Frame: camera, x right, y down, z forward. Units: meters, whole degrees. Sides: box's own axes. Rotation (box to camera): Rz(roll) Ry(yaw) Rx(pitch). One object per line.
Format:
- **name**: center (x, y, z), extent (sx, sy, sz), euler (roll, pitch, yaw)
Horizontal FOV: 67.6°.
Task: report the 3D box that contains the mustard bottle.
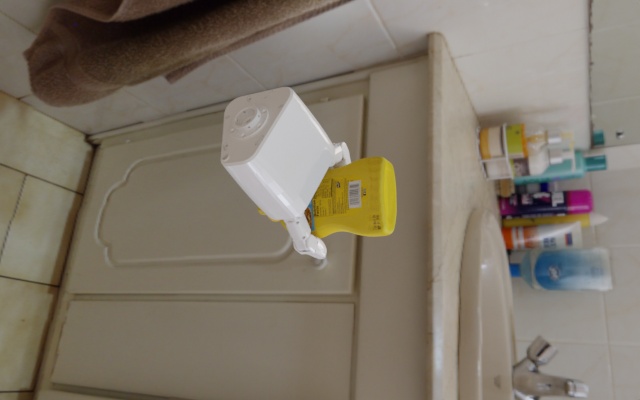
- **mustard bottle**: center (0.000, 0.002, 0.622), extent (0.191, 0.096, 0.058), euler (-6, -12, 28)
